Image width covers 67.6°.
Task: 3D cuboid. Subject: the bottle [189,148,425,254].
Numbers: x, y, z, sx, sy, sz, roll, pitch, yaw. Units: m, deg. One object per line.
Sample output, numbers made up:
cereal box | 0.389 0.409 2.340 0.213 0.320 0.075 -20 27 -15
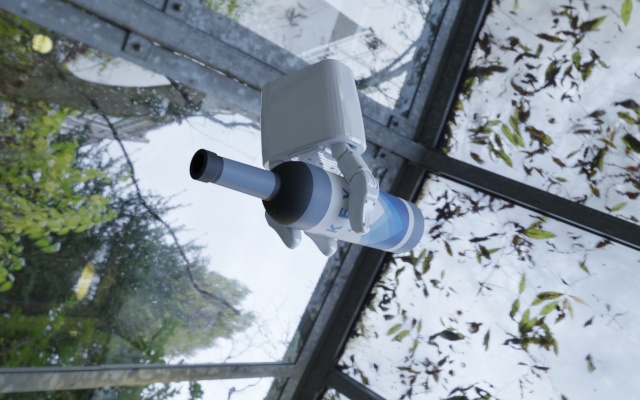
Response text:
bottle | 0.000 0.002 0.497 0.069 0.069 0.296 0 -13 45
